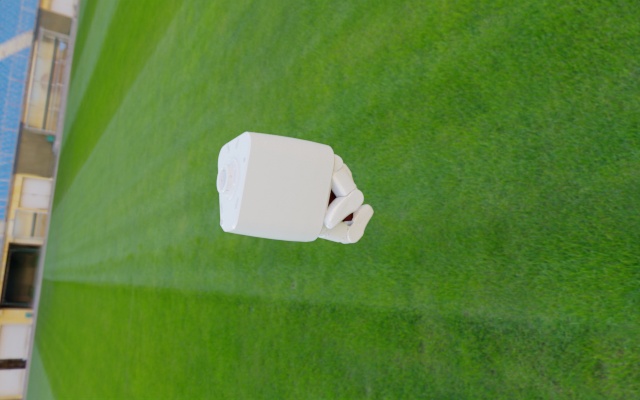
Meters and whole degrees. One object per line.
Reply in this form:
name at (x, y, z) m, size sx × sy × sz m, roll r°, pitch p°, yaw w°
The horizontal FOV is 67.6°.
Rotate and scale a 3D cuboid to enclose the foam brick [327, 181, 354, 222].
foam brick at (0.000, 0.002, 0.614) m, size 0.051 × 0.053 × 0.078 m, roll 7°, pitch -12°, yaw -31°
